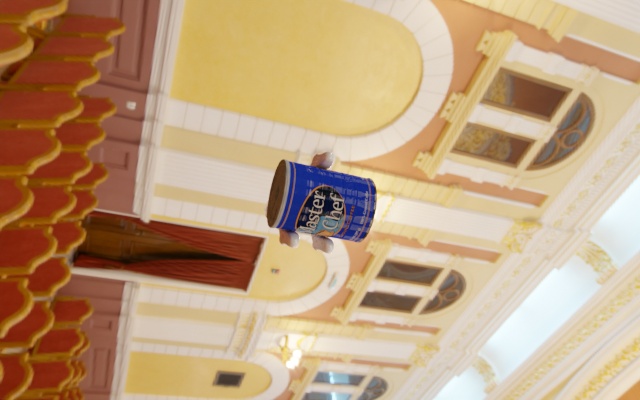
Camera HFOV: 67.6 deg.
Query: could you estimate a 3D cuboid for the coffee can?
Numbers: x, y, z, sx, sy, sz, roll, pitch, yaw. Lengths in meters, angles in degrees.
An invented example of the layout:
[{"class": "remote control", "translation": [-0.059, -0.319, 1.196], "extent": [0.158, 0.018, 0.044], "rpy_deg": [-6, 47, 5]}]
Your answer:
[{"class": "coffee can", "translation": [0.000, 0.002, 0.718], "extent": [0.140, 0.103, 0.103], "rpy_deg": [11, -3, -16]}]
